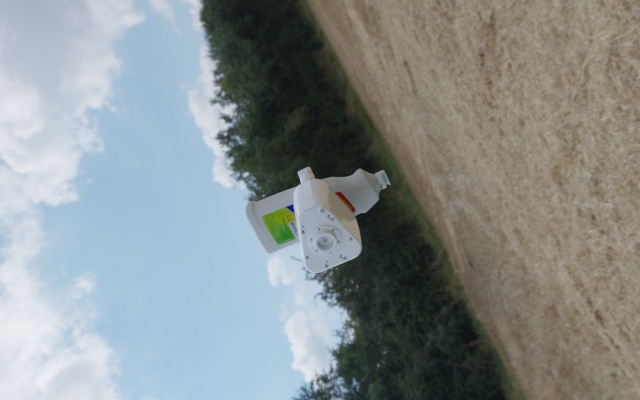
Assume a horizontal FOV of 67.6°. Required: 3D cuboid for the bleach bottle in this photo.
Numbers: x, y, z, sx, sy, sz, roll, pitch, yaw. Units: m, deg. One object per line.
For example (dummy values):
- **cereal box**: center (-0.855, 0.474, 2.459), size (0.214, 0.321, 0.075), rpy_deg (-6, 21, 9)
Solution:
- **bleach bottle**: center (0.000, 0.003, 0.851), size (0.251, 0.103, 0.068), rpy_deg (-24, 22, 5)
